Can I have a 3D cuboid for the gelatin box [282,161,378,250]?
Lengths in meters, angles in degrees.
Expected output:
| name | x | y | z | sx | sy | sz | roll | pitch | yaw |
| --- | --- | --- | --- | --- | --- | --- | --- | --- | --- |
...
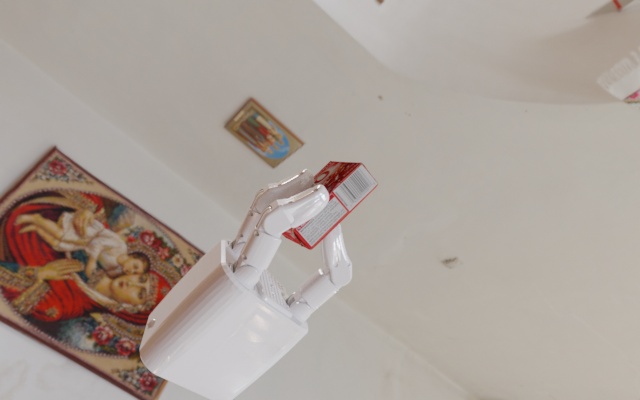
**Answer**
| name | x | y | z | sx | sy | sz | roll | pitch | yaw |
| --- | --- | --- | --- | --- | --- | --- | --- | --- | --- |
| gelatin box | 0.001 | 0.002 | 0.445 | 0.089 | 0.030 | 0.073 | -43 | 18 | -12 |
